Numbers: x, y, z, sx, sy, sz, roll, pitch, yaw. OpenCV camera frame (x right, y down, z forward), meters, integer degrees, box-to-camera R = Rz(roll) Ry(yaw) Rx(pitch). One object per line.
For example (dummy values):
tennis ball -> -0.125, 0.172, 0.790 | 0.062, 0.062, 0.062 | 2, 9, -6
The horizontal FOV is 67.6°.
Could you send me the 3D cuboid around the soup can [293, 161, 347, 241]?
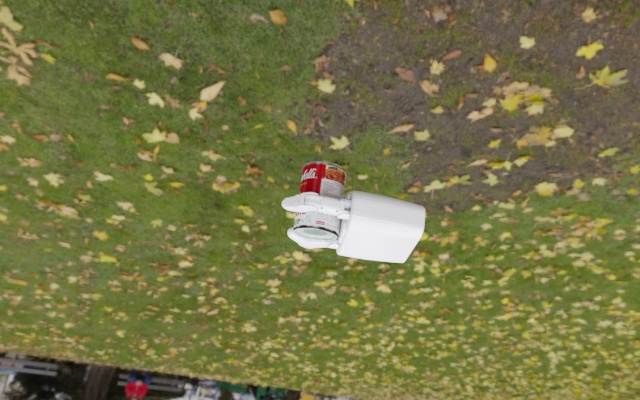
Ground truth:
soup can -> 0.000, 0.002, 0.707 | 0.068, 0.102, 0.068 | 8, -19, 3
